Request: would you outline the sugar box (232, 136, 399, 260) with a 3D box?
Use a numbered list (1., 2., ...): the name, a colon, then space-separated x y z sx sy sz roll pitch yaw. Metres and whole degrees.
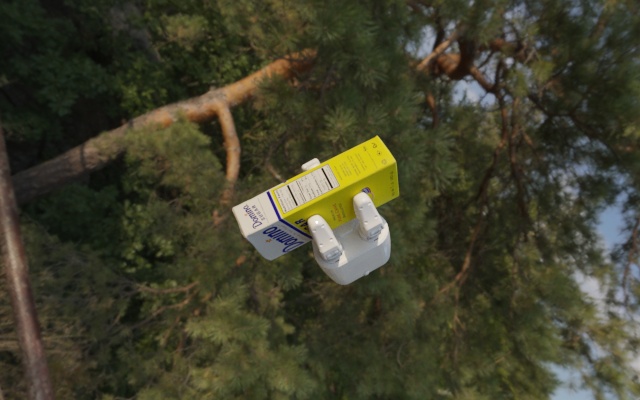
1. sugar box: 0.000 0.002 0.536 0.176 0.048 0.093 -29 -26 -1
